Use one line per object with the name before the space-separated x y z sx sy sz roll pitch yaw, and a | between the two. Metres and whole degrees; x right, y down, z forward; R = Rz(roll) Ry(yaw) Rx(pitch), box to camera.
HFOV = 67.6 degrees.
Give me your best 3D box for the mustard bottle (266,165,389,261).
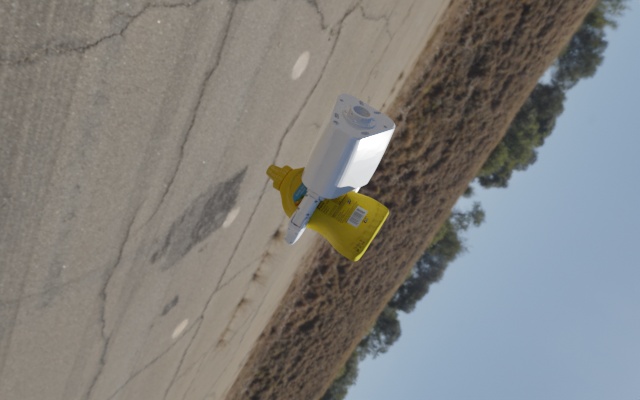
mustard bottle | 0.000 0.003 0.722 0.191 0.096 0.058 33 -26 8
